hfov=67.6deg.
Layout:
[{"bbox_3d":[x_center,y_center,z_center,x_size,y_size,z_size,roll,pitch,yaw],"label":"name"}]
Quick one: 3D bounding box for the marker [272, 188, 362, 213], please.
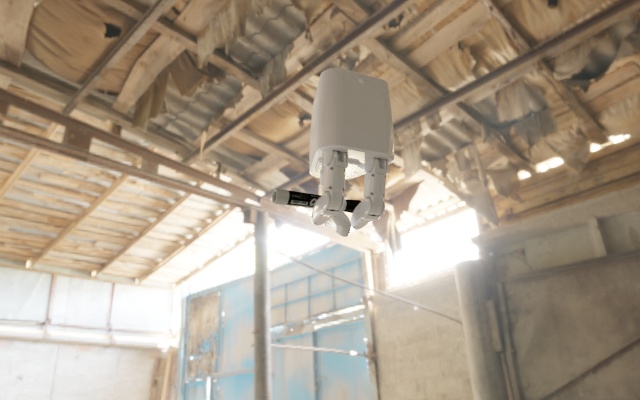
[{"bbox_3d":[0.000,0.002,0.585,0.121,0.020,0.020,8,-3,-25],"label":"marker"}]
